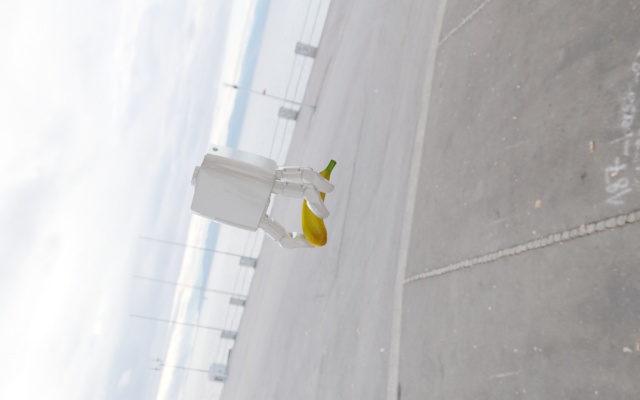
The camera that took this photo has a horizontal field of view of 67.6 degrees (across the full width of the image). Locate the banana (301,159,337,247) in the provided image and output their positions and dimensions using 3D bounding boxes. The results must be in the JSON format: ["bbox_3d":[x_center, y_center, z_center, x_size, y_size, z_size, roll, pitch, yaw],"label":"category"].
[{"bbox_3d":[-0.007,0.012,0.787,0.037,0.197,0.070,20,-48,-13],"label":"banana"}]
